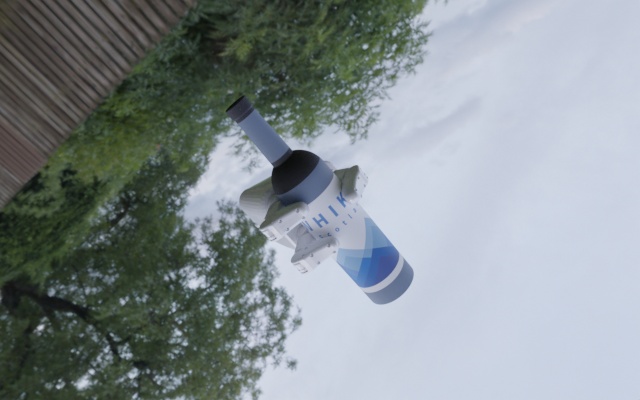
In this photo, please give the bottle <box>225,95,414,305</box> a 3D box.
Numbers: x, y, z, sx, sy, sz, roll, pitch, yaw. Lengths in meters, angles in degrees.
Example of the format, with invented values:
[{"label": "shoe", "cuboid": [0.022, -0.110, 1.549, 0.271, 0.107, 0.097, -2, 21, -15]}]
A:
[{"label": "bottle", "cuboid": [0.000, 0.002, 0.554, 0.069, 0.296, 0.069, -35, 21, 16]}]
